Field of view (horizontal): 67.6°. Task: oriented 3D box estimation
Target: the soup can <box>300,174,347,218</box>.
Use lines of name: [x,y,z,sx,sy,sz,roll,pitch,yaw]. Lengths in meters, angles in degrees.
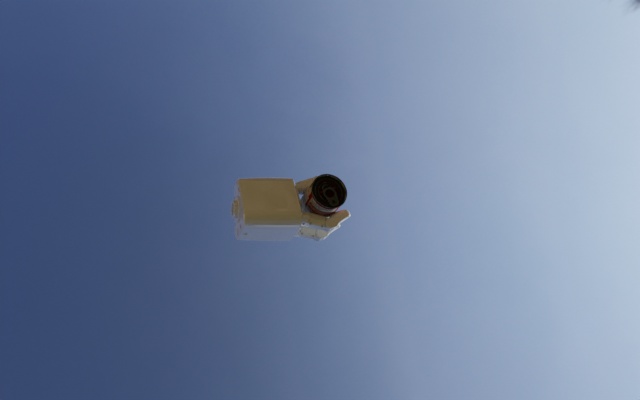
soup can: [0.000,0.003,0.895,0.068,0.068,0.102,0,-24,-21]
